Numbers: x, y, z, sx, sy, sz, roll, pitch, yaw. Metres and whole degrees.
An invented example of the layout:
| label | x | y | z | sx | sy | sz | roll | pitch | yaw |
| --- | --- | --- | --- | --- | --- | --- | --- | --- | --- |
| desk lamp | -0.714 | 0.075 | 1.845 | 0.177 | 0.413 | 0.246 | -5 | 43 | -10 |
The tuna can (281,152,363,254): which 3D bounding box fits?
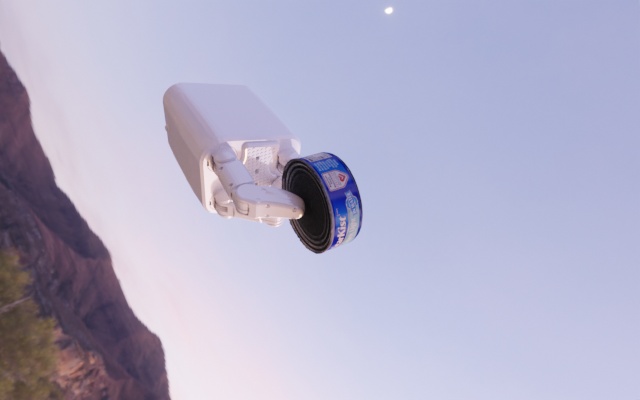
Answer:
| label | x | y | z | sx | sy | sz | roll | pitch | yaw |
| --- | --- | --- | --- | --- | --- | --- | --- | --- | --- |
| tuna can | 0.001 | 0.001 | 0.421 | 0.034 | 0.086 | 0.086 | -17 | 8 | -27 |
